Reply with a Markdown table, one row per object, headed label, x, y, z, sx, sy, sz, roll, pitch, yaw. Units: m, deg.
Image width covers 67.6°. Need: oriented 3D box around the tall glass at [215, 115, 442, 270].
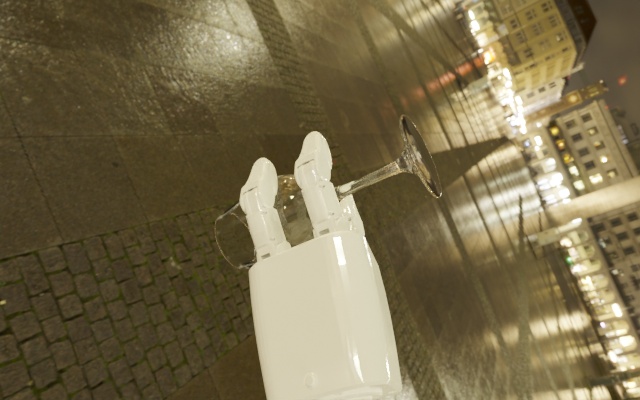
| label | x | y | z | sx | sy | sz | roll | pitch | yaw |
| --- | --- | --- | --- | --- | --- | --- | --- | --- | --- |
| tall glass | 0.001 | 0.001 | 0.430 | 0.201 | 0.079 | 0.079 | -24 | -10 | 24 |
